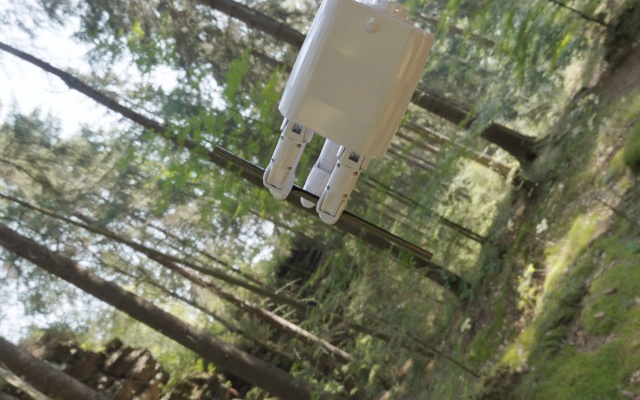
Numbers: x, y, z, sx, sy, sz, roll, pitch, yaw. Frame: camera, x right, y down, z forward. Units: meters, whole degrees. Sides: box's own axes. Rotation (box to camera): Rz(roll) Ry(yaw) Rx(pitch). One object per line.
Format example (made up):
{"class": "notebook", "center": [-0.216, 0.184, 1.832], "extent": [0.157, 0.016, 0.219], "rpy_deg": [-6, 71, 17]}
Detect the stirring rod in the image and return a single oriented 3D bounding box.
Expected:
{"class": "stirring rod", "center": [0.000, 0.002, 0.473], "extent": [0.239, 0.011, 0.011], "rpy_deg": [27, 3, 5]}
